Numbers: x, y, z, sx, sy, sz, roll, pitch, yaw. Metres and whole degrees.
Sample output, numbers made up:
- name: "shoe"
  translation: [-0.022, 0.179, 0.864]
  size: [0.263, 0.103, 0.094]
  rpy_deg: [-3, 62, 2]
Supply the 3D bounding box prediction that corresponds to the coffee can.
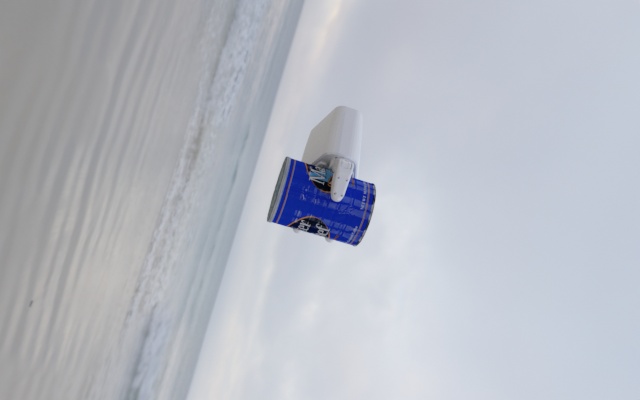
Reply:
- name: "coffee can"
  translation: [0.000, 0.002, 0.724]
  size: [0.140, 0.103, 0.103]
  rpy_deg: [17, -3, -9]
